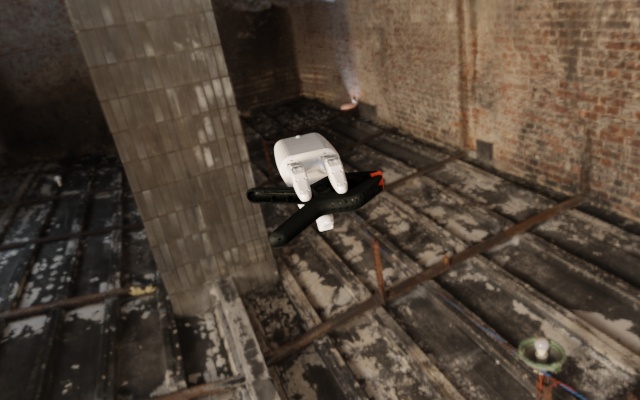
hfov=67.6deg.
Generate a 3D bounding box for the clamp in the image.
[{"bbox_3d":[0.001,0.003,0.707,0.210,0.036,0.164,-14,30,-7],"label":"clamp"}]
